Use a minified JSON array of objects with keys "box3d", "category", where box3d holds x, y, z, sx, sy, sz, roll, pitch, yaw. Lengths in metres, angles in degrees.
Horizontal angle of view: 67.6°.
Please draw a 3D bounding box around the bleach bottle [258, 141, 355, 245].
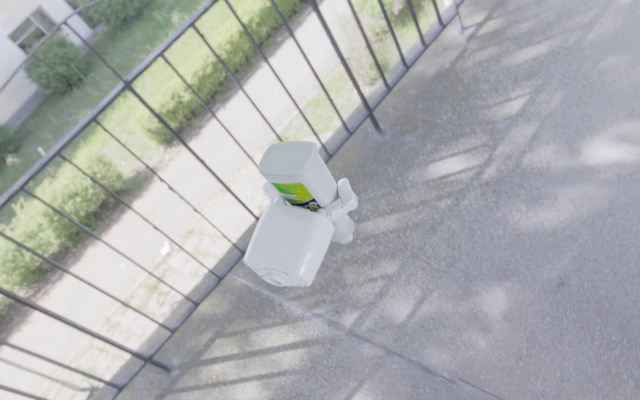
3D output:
[{"box3d":[0.000,0.003,0.810,0.102,0.068,0.251,4,-31,34],"category":"bleach bottle"}]
